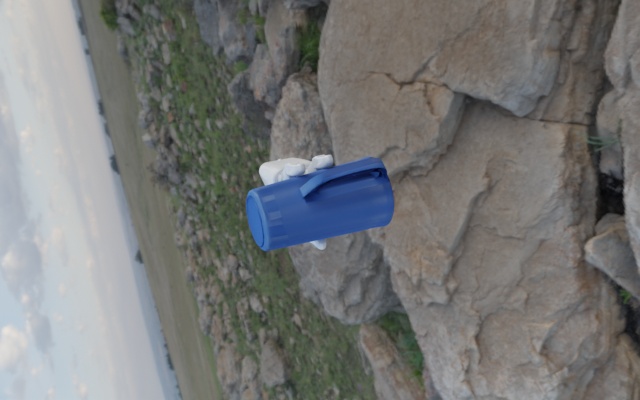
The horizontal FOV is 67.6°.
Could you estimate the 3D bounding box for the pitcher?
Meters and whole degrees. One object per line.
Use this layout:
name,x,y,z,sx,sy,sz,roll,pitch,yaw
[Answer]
pitcher,0.000,0.003,0.839,0.243,0.149,0.145,-14,19,-21
